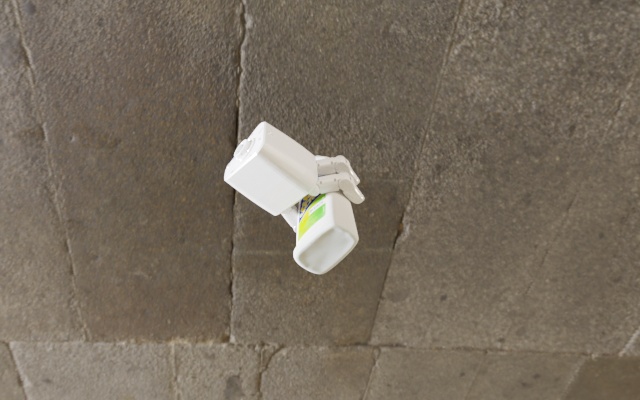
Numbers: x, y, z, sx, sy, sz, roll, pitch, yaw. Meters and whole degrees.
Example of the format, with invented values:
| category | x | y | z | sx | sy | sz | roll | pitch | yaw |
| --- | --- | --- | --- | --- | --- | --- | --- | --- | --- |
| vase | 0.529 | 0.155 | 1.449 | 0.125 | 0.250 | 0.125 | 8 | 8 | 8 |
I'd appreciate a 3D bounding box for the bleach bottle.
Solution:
| category | x | y | z | sx | sy | sz | roll | pitch | yaw |
| --- | --- | --- | --- | --- | --- | --- | --- | --- | --- |
| bleach bottle | 0.000 | 0.003 | 0.806 | 0.068 | 0.102 | 0.250 | 35 | 24 | -25 |
